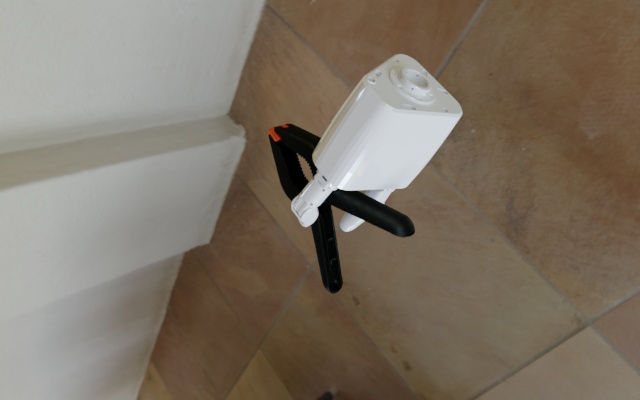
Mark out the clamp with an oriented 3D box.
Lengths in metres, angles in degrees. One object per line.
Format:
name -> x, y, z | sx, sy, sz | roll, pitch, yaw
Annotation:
clamp -> -0.001, 0.002, 0.562 | 0.036, 0.210, 0.165 | -21, -25, -42
